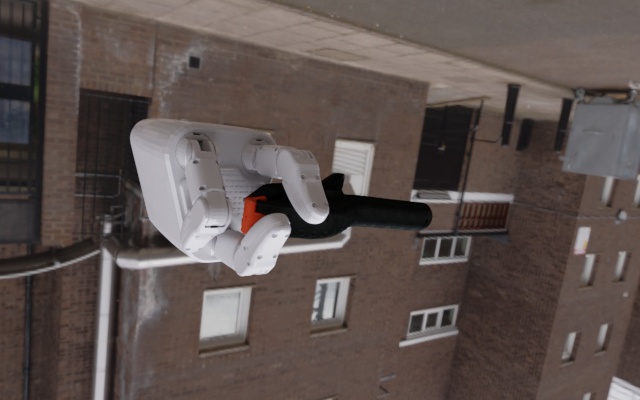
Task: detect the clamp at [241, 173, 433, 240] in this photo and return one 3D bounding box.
[{"bbox_3d":[0.000,0.002,0.411,0.171,0.039,0.120,1,12,-38],"label":"clamp"}]
